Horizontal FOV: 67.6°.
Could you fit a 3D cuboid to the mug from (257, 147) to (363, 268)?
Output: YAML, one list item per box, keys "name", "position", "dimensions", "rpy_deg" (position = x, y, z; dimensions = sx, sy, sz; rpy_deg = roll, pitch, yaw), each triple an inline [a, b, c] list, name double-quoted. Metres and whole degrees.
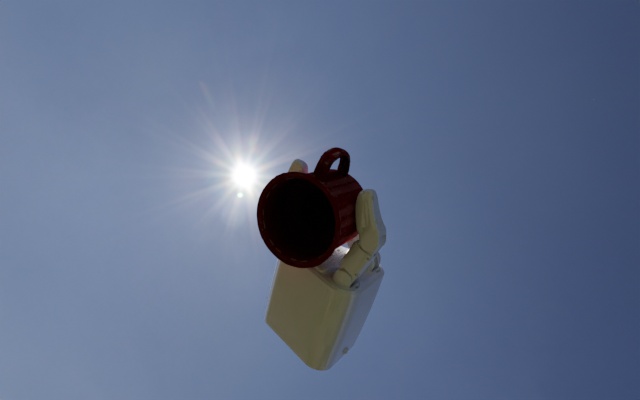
- name: "mug"
  position: [0.001, 0.000, 0.478]
  dimensions: [0.093, 0.117, 0.081]
  rpy_deg: [26, 22, 23]
